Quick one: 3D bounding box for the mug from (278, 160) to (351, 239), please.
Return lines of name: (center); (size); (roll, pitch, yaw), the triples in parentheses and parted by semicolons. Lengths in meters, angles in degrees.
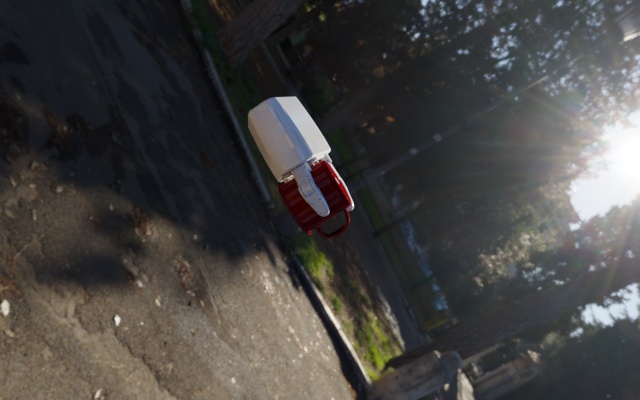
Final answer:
mug: (0.001, 0.004, 0.729); (0.081, 0.117, 0.093); (-32, 1, 8)
